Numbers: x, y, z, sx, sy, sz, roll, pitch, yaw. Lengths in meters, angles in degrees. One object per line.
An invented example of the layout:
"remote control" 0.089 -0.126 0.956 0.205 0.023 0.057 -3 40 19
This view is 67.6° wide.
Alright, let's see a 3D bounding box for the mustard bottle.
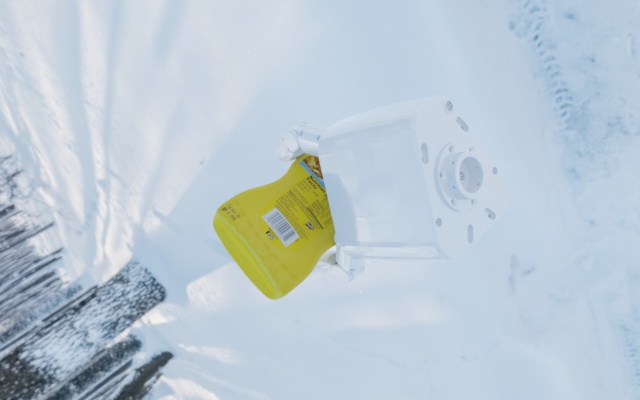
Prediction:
"mustard bottle" 0.000 0.002 0.458 0.191 0.096 0.058 -36 -7 -30
